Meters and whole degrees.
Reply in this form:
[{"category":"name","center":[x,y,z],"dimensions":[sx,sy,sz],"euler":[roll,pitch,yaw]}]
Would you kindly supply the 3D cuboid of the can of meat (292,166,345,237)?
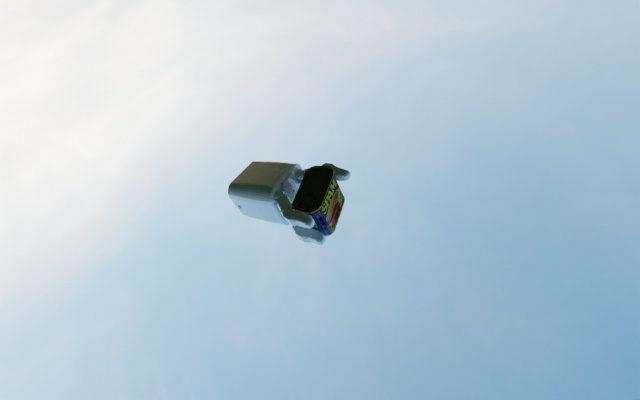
[{"category":"can of meat","center":[0.000,0.003,0.861],"dimensions":[0.057,0.102,0.084],"euler":[5,-34,26]}]
